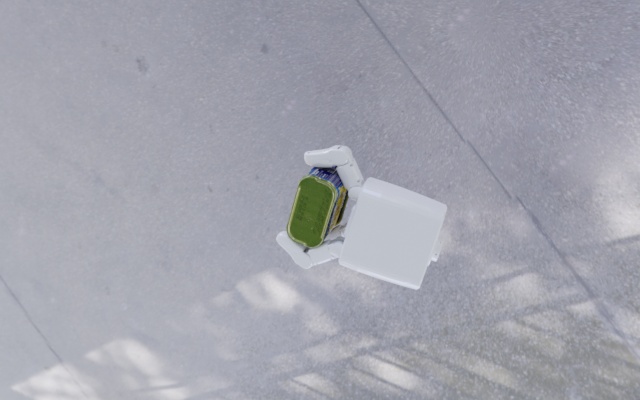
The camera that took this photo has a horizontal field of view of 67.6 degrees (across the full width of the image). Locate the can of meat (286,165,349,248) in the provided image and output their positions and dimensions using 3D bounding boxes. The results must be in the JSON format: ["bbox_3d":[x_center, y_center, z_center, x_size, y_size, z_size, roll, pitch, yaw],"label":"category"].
[{"bbox_3d":[0.000,0.002,0.630,0.057,0.102,0.084,21,26,10],"label":"can of meat"}]
